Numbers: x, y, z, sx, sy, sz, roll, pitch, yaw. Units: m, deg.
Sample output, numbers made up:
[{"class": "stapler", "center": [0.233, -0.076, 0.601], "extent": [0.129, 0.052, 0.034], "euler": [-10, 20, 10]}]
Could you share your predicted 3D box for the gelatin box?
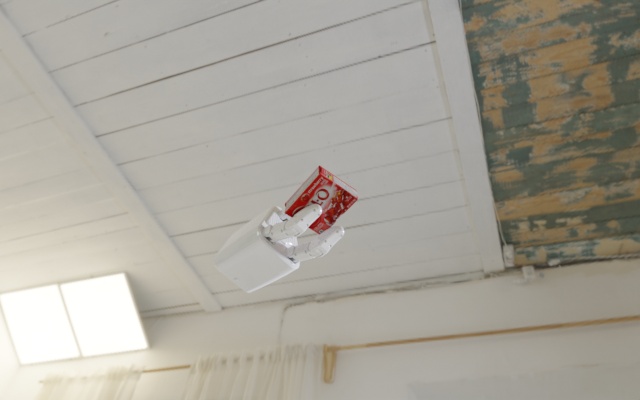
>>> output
[{"class": "gelatin box", "center": [0.000, 0.002, 0.717], "extent": [0.073, 0.089, 0.030], "euler": [33, 26, -21]}]
